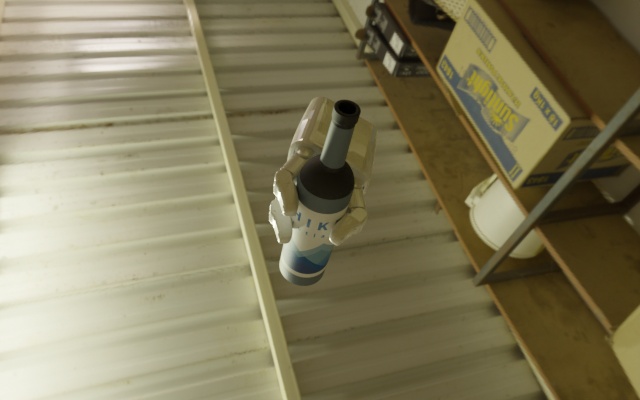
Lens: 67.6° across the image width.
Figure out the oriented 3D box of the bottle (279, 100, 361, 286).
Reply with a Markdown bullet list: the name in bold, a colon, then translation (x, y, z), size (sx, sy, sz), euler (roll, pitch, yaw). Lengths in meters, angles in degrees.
- **bottle**: translation (0.000, 0.002, 0.583), size (0.069, 0.069, 0.296), euler (0, -39, -14)
